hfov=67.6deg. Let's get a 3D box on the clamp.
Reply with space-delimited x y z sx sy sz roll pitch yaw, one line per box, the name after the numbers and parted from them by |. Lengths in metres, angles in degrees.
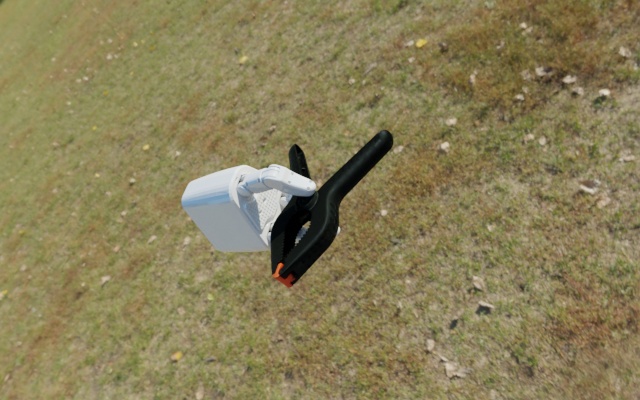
-0.001 0.002 0.569 0.164 0.210 0.036 -10 -39 39 | clamp
